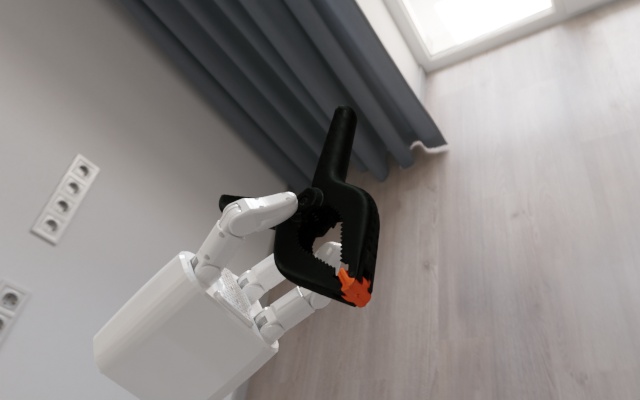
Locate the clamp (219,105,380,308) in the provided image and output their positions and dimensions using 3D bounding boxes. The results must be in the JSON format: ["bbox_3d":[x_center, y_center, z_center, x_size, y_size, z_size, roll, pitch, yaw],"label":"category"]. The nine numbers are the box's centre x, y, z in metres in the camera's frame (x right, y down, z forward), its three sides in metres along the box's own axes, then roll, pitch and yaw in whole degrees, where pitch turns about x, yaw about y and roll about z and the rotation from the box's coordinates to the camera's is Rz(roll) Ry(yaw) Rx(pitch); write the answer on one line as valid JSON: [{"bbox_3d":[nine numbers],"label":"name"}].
[{"bbox_3d":[0.000,0.001,0.407,0.036,0.164,0.210,47,2,-38],"label":"clamp"}]
